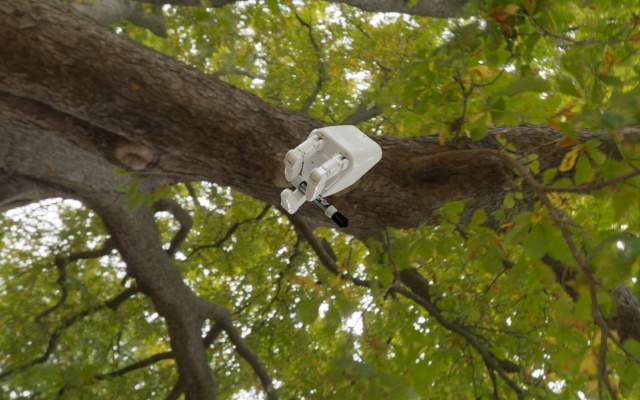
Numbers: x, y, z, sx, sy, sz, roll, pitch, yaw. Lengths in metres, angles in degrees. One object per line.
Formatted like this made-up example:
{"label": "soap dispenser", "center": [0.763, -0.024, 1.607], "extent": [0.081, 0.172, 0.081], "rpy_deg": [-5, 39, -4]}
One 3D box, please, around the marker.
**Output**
{"label": "marker", "center": [0.000, 0.003, 0.781], "extent": [0.121, 0.020, 0.020], "rpy_deg": [42, 17, 20]}
